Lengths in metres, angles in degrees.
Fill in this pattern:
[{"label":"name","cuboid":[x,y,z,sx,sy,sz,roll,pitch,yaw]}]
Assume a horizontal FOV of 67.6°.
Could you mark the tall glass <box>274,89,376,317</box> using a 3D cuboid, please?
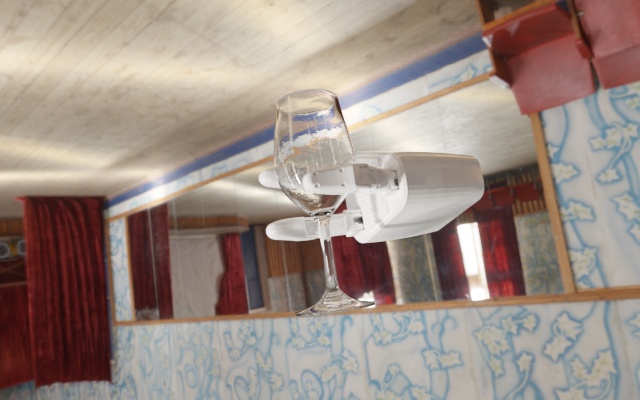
[{"label":"tall glass","cuboid":[0.000,0.002,0.448,0.079,0.201,0.079,-8,-9,-1]}]
